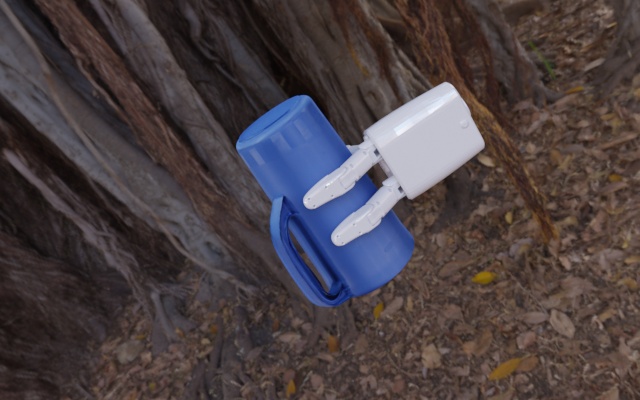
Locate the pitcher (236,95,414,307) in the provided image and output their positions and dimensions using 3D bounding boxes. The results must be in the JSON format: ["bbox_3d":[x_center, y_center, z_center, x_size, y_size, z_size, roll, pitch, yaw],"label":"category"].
[{"bbox_3d":[0.000,0.002,0.596,0.145,0.243,0.149,-33,20,7],"label":"pitcher"}]
